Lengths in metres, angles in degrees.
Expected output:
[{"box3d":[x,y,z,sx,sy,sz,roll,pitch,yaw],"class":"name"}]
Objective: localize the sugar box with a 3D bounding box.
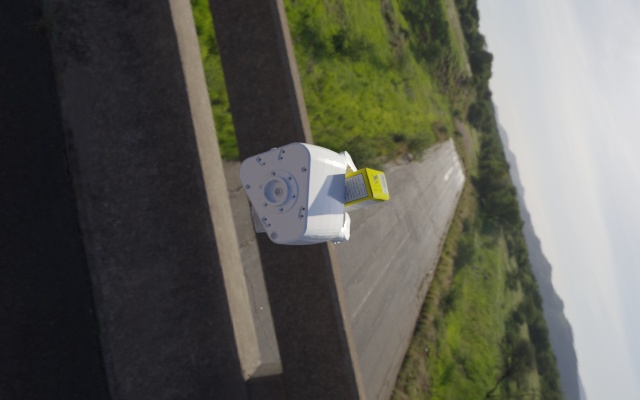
[{"box3d":[0.000,0.002,0.665,0.176,0.048,0.093,-15,-7,21],"class":"sugar box"}]
